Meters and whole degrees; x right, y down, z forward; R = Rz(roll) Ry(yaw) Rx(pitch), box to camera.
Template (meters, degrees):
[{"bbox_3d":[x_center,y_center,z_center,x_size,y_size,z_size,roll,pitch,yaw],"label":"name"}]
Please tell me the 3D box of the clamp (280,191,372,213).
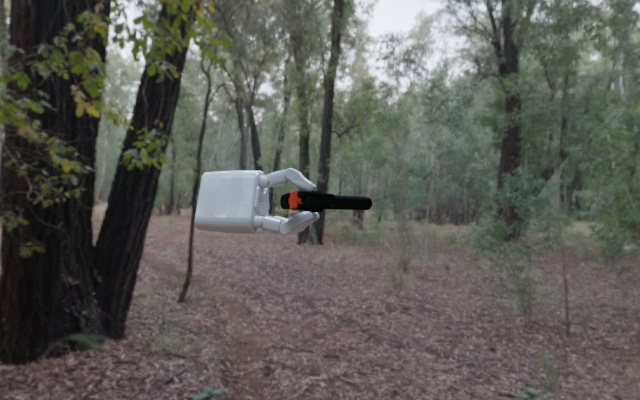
[{"bbox_3d":[0.000,0.002,0.822,0.164,0.036,0.210,-1,-3,11],"label":"clamp"}]
